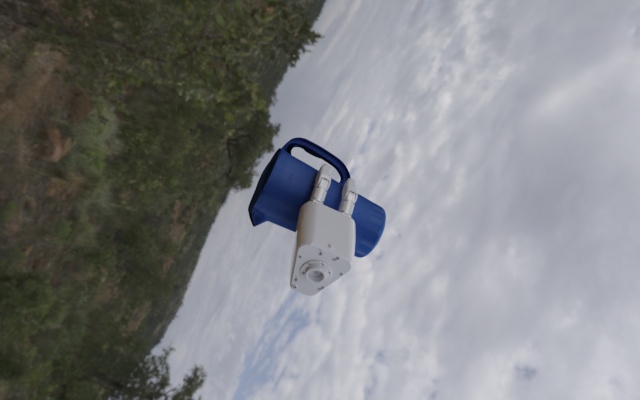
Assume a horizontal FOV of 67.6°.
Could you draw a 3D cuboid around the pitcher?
[{"bbox_3d":[0.000,0.003,0.894,0.243,0.149,0.145,26,31,-13],"label":"pitcher"}]
